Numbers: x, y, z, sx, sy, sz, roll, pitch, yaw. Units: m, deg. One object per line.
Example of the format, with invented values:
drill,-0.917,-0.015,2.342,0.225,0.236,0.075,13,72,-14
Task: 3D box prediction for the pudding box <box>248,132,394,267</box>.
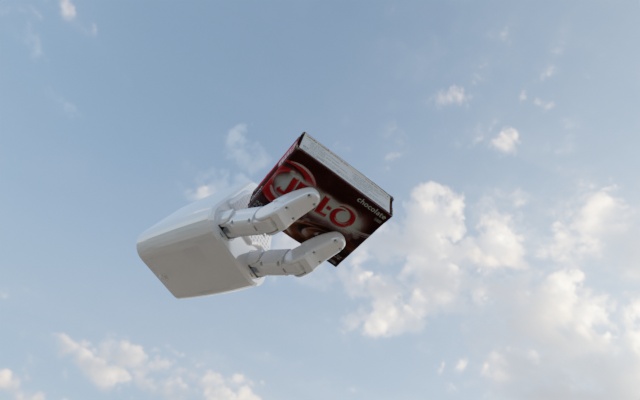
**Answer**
pudding box,0.000,0.001,0.463,0.113,0.090,0.039,34,36,-14
